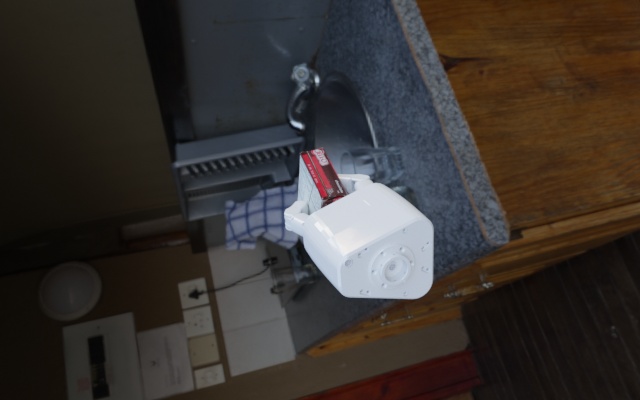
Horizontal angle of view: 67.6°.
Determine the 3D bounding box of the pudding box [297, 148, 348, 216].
[{"bbox_3d":[0.000,0.002,0.628,0.039,0.090,0.114,-11,-40,-17],"label":"pudding box"}]
